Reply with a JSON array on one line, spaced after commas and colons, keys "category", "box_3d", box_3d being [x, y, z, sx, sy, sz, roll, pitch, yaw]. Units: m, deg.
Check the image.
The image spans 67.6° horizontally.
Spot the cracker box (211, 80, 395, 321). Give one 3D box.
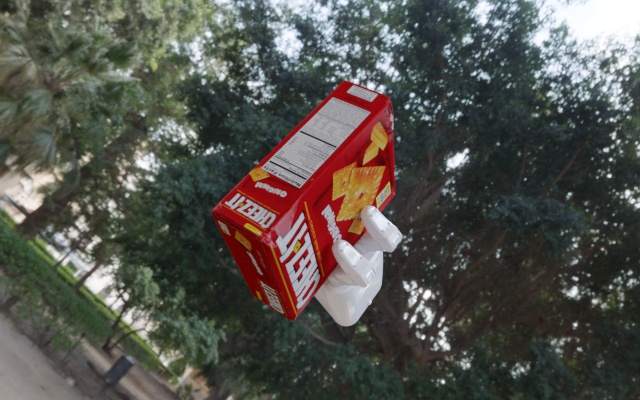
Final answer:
[{"category": "cracker box", "box_3d": [0.000, 0.002, 0.521, 0.072, 0.213, 0.164, 26, -30, 27]}]
